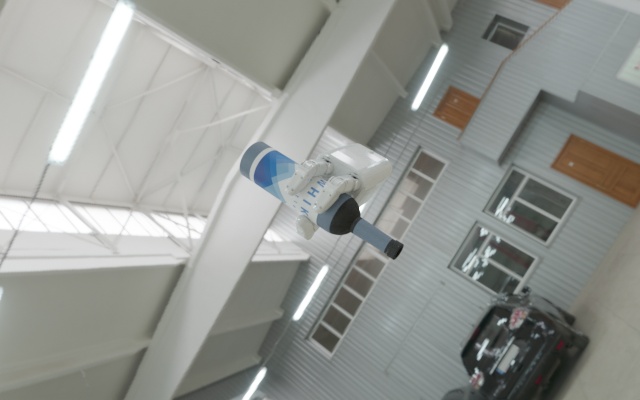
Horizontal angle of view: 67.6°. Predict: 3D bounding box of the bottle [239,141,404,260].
[{"bbox_3d":[0.000,0.002,0.752,0.295,0.069,0.069,33,14,23],"label":"bottle"}]
